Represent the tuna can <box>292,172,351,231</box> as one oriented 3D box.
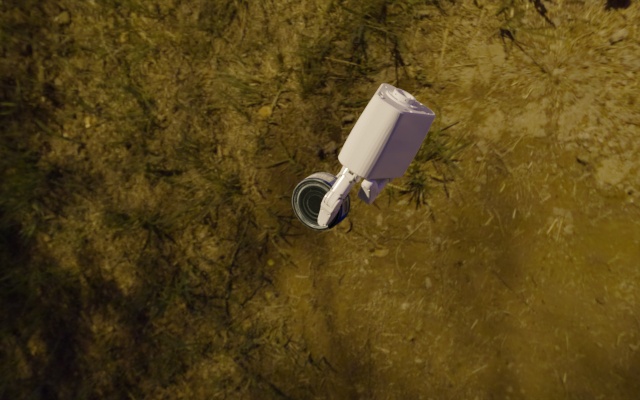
[{"bbox_3d":[0.000,0.003,0.725,0.086,0.086,0.033,0,18,29],"label":"tuna can"}]
